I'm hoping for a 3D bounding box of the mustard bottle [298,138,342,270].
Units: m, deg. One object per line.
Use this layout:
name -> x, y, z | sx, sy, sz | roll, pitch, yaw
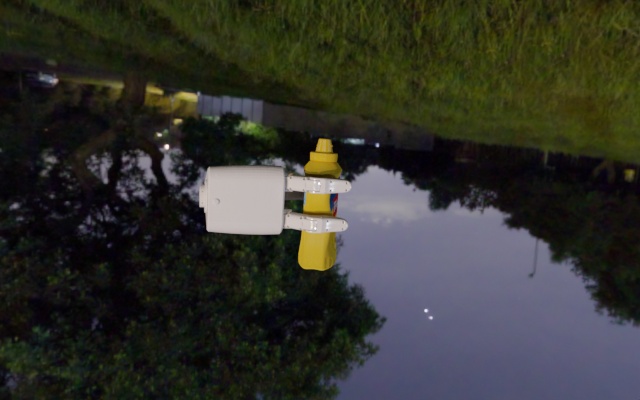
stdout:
mustard bottle -> 0.000, 0.003, 0.726 | 0.058, 0.191, 0.096 | 5, 9, 8
